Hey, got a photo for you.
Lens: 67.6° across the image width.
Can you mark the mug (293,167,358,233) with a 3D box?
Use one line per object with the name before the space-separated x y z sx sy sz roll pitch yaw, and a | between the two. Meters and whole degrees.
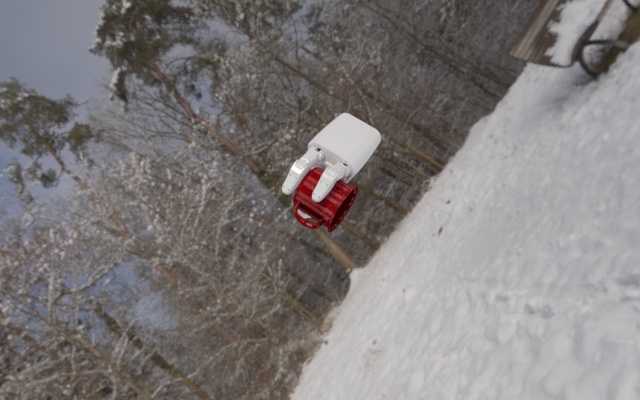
mug | -0.001 0.004 0.820 0.081 0.117 0.093 32 -36 13
